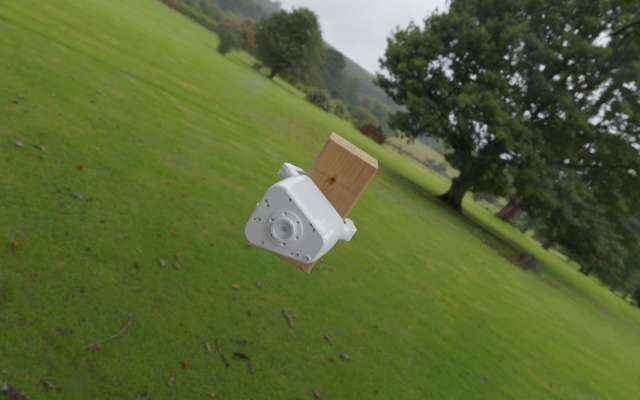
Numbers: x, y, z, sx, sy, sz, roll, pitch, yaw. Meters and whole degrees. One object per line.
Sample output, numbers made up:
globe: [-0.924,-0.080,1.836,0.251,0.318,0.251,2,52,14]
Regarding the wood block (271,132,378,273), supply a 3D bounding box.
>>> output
wood block: [0.000,0.003,0.786,0.091,0.206,0.090,32,15,-4]
